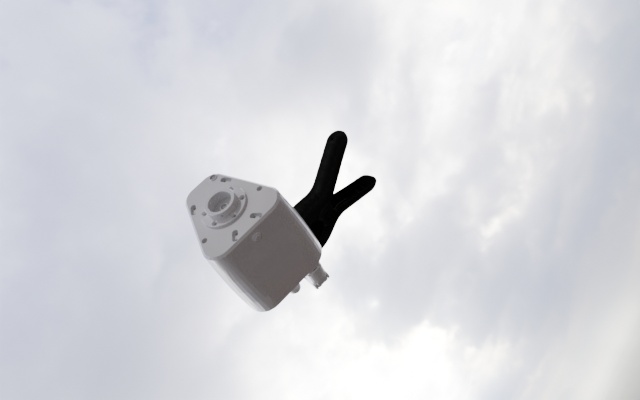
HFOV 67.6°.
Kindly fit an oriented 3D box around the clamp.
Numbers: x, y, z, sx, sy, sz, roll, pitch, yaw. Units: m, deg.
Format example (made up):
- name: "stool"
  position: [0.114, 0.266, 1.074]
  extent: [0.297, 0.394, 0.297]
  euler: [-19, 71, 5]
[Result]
- name: "clamp"
  position: [0.000, 0.002, 0.573]
  extent: [0.039, 0.171, 0.120]
  euler: [22, -24, 41]
